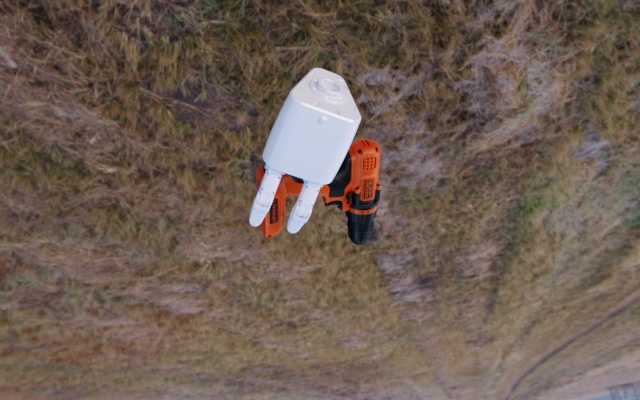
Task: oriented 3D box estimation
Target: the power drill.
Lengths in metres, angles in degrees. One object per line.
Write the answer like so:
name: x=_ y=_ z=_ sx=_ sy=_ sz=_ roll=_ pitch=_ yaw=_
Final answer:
power drill: x=0.000 y=0.002 z=0.726 sx=0.187 sy=0.184 sz=0.057 roll=-10 pitch=33 yaw=-16
